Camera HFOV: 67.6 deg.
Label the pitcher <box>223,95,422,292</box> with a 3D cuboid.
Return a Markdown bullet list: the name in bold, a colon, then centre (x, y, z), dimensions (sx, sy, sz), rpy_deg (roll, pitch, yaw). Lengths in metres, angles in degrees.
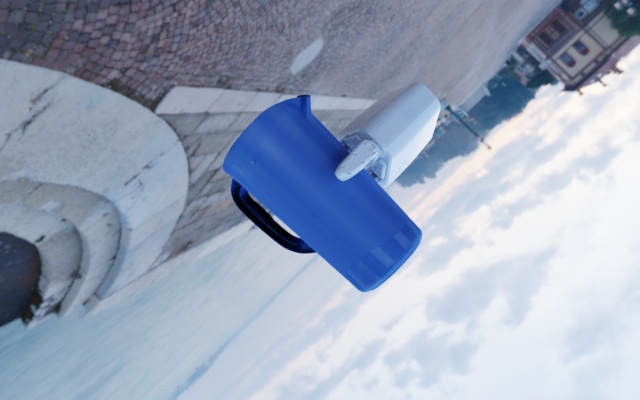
- **pitcher**: centre (0.000, 0.002, 0.604), dimensions (0.145, 0.243, 0.149), rpy_deg (-44, -4, -14)
